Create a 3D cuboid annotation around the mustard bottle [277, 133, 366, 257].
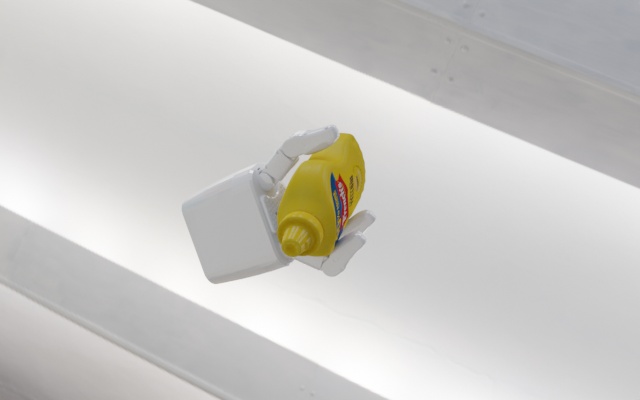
[{"bbox_3d":[0.000,0.001,0.488,0.058,0.096,0.191,5,26,16],"label":"mustard bottle"}]
